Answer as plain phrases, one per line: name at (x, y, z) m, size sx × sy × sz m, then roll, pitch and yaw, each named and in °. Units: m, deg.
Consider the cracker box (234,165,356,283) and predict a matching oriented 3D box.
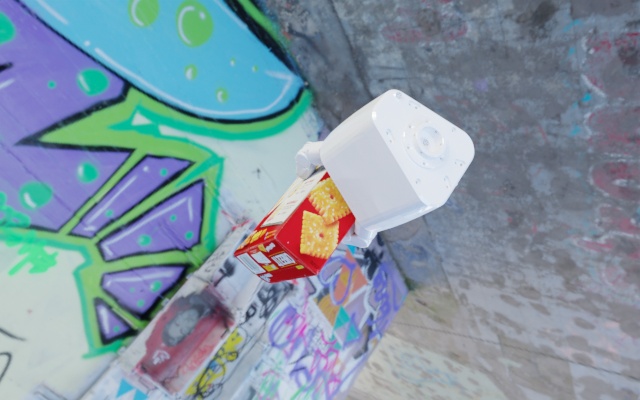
cracker box at (0.000, 0.002, 0.607) m, size 0.072 × 0.213 × 0.164 m, roll 44°, pitch -27°, yaw -10°
